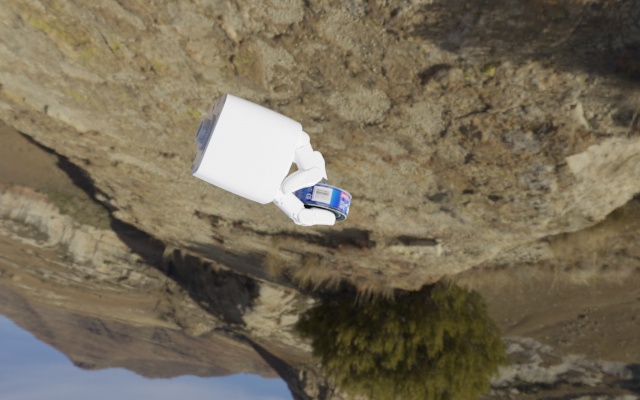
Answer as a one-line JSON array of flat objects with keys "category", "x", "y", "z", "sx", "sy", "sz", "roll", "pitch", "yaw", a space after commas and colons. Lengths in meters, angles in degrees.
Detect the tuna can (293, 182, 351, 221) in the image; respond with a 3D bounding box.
[{"category": "tuna can", "x": 0.000, "y": 0.003, "z": 0.695, "sx": 0.086, "sy": 0.033, "sz": 0.086, "roll": 11, "pitch": -15, "yaw": 3}]
